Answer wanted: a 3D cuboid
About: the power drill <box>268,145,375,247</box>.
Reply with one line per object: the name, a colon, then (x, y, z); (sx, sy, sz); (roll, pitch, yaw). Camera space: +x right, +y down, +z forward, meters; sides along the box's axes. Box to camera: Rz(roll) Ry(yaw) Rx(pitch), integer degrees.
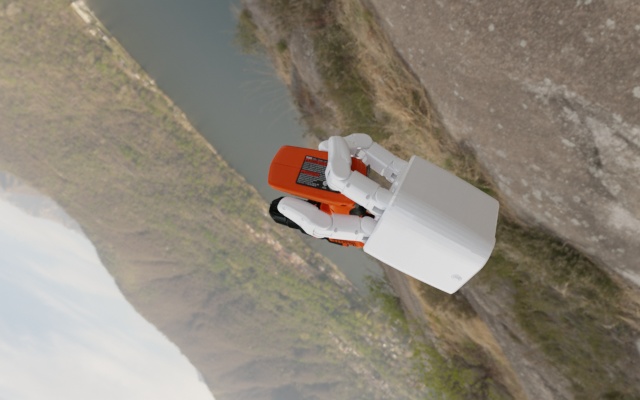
power drill: (0.000, 0.002, 0.587); (0.184, 0.057, 0.188); (11, -18, 18)
